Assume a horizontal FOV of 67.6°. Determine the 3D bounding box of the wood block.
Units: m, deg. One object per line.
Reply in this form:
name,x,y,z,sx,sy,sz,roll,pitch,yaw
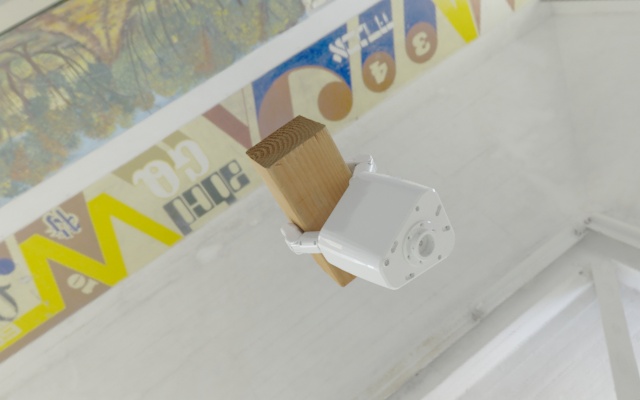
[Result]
wood block,0.000,0.002,0.636,0.091,0.206,0.090,-36,30,-11
